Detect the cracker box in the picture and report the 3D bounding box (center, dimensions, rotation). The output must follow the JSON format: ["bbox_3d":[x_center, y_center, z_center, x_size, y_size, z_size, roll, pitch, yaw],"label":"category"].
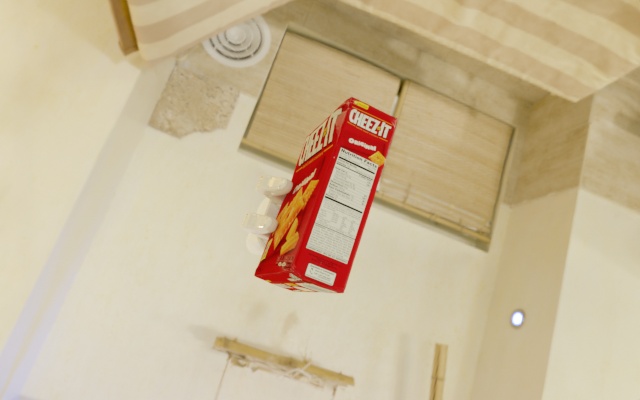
[{"bbox_3d":[0.000,0.002,0.586,0.072,0.213,0.164,23,-17,-16],"label":"cracker box"}]
